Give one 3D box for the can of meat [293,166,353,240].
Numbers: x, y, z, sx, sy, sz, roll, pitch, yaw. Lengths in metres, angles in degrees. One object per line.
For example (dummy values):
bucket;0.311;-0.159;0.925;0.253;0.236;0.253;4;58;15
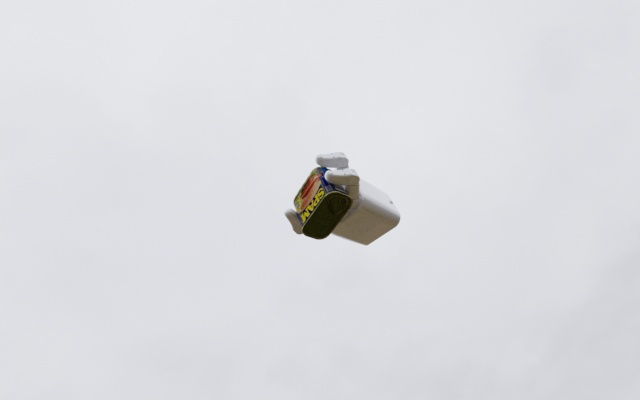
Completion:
can of meat;0.000;0.003;0.838;0.057;0.102;0.084;20;28;-32
